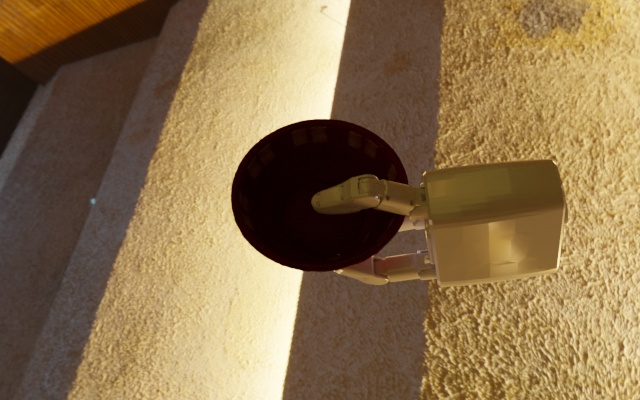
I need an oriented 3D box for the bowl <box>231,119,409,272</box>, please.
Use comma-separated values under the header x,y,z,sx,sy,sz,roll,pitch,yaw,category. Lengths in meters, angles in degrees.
x,y,z,sx,sy,sz,roll,pitch,yaw,category
-0.001,0.001,0.452,0.162,0.162,0.055,0,-30,2,bowl
